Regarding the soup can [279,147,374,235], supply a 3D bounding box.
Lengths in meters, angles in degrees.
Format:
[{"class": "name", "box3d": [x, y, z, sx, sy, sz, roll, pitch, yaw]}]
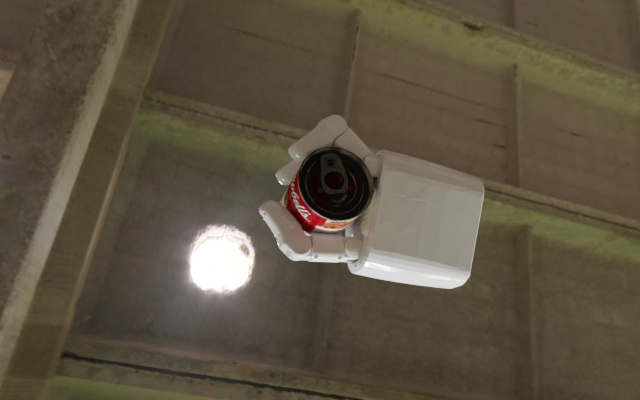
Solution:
[{"class": "soup can", "box3d": [-0.001, 0.002, 0.449, 0.068, 0.068, 0.102, 0, -19, -17]}]
